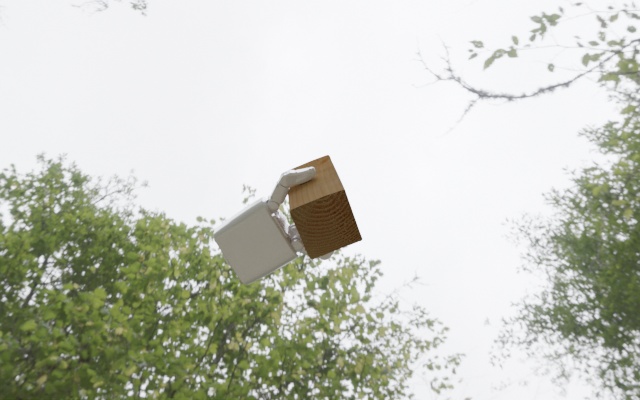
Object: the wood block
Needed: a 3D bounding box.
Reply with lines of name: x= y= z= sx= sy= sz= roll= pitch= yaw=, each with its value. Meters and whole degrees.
wood block: x=0.000 y=0.002 z=0.807 sx=0.090 sy=0.091 sz=0.206 roll=-21 pitch=21 yaw=2
